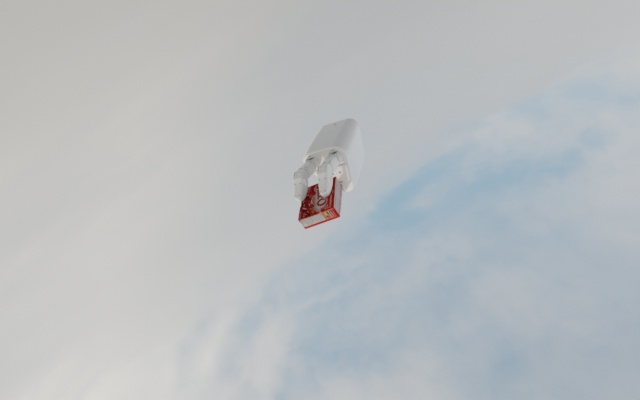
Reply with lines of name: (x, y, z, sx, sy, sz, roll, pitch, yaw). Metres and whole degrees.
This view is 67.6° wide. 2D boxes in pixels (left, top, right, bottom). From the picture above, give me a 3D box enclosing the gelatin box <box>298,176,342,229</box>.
gelatin box: (0.000, 0.003, 0.874, 0.073, 0.089, 0.030, -20, -52, 22)
